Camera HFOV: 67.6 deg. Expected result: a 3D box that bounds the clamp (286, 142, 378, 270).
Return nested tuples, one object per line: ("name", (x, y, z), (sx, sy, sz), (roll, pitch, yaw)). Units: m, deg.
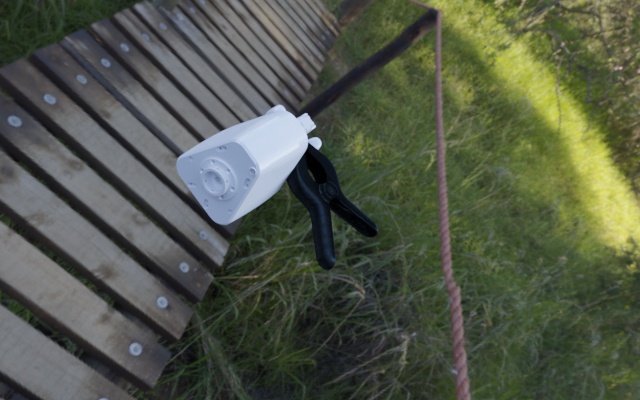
("clamp", (0.000, 0.002, 0.608), (0.039, 0.171, 0.120), (-33, 6, 36))
